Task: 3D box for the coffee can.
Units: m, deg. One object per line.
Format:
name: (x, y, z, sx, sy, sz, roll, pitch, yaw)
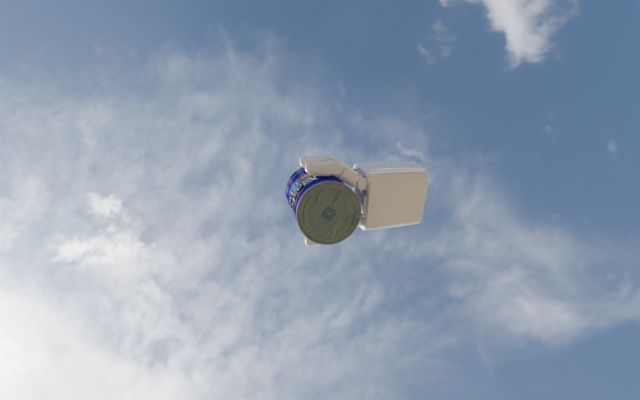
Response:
coffee can: (0.000, 0.003, 0.804, 0.103, 0.103, 0.140, 0, 15, -12)
